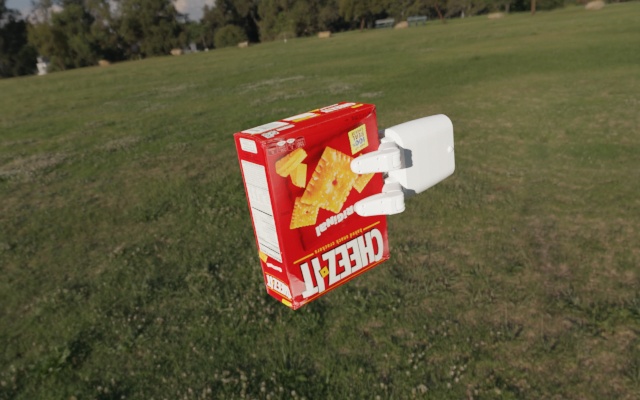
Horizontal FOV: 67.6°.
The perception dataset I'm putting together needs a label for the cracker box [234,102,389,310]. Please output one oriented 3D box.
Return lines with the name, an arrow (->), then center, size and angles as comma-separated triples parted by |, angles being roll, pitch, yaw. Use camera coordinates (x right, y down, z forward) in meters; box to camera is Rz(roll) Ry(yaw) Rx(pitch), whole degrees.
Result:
cracker box -> 0.000, 0.002, 0.589 | 0.164, 0.214, 0.072 | -22, 25, -31
